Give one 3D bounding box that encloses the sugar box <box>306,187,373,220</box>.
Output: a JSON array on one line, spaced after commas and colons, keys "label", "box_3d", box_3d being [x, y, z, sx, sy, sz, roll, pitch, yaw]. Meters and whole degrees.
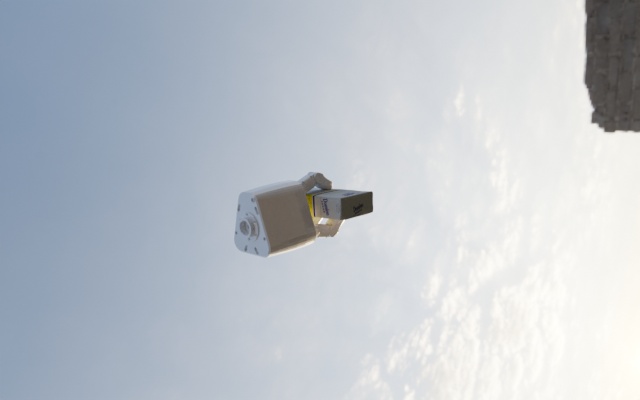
[{"label": "sugar box", "box_3d": [0.000, 0.003, 0.881, 0.176, 0.048, 0.093, 9, 14, 42]}]
